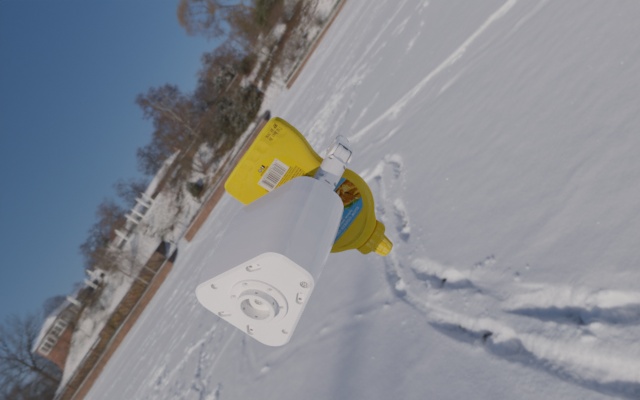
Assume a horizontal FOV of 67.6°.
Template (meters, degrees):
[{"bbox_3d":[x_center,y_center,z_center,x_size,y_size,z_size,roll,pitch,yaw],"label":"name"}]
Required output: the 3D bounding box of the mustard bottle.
[{"bbox_3d":[0.000,0.001,0.519,0.191,0.096,0.058,35,12,-11],"label":"mustard bottle"}]
